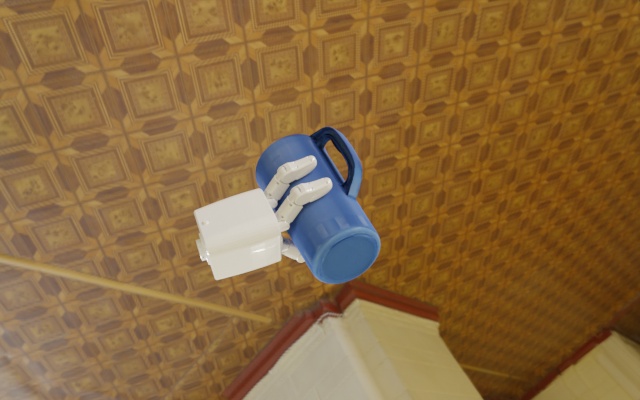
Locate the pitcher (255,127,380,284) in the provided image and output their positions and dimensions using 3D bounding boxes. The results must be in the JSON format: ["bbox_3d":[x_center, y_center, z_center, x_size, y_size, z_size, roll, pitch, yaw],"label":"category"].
[{"bbox_3d":[0.000,0.003,0.747,0.145,0.149,0.242,-17,43,-15],"label":"pitcher"}]
